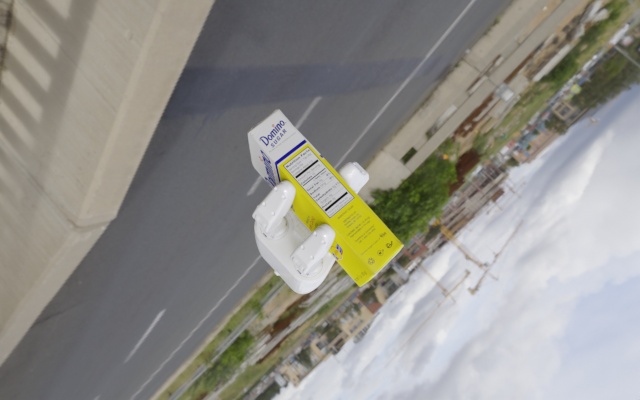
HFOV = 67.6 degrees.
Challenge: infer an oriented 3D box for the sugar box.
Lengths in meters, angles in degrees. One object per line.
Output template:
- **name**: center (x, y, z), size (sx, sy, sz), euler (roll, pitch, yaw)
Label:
- **sugar box**: center (0.000, 0.002, 0.472), size (0.048, 0.176, 0.093), euler (-42, -10, -15)
